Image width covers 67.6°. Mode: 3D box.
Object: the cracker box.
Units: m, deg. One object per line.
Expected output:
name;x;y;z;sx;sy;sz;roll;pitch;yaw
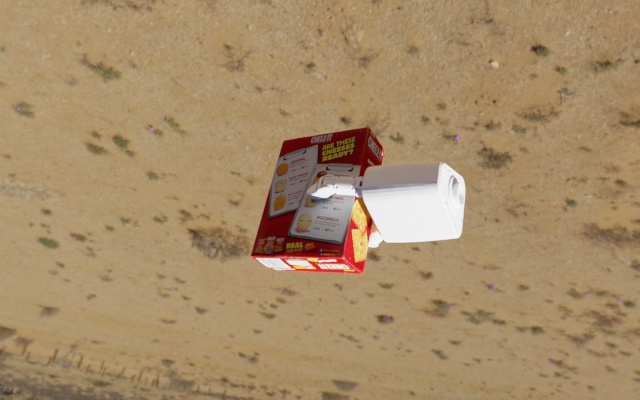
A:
cracker box;0.000;0.002;0.737;0.164;0.213;0.072;-4;-30;32
